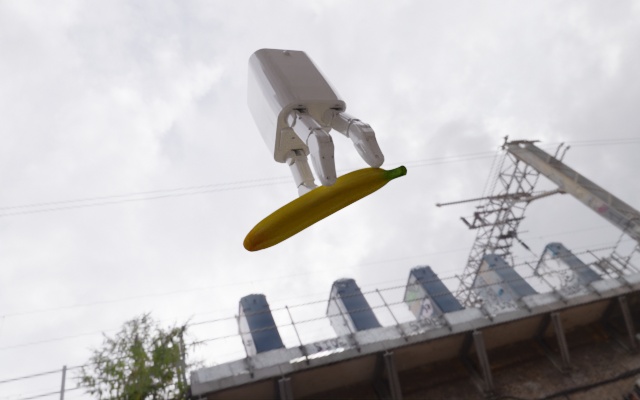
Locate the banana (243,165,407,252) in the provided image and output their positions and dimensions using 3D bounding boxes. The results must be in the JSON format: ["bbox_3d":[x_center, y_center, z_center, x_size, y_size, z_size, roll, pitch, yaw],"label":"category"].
[{"bbox_3d":[-0.001,0.003,0.532,0.198,0.037,0.069,-28,-3,-15],"label":"banana"}]
